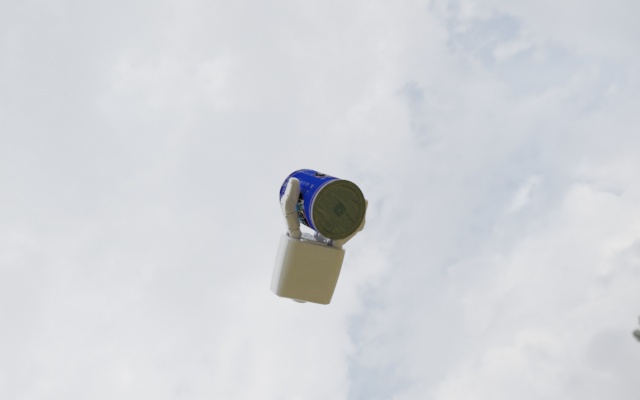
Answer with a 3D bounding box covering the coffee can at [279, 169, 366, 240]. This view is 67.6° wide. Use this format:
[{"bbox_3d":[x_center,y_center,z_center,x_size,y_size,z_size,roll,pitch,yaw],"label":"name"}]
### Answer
[{"bbox_3d":[0.000,0.003,0.849,0.103,0.103,0.140,0,11,-28],"label":"coffee can"}]
